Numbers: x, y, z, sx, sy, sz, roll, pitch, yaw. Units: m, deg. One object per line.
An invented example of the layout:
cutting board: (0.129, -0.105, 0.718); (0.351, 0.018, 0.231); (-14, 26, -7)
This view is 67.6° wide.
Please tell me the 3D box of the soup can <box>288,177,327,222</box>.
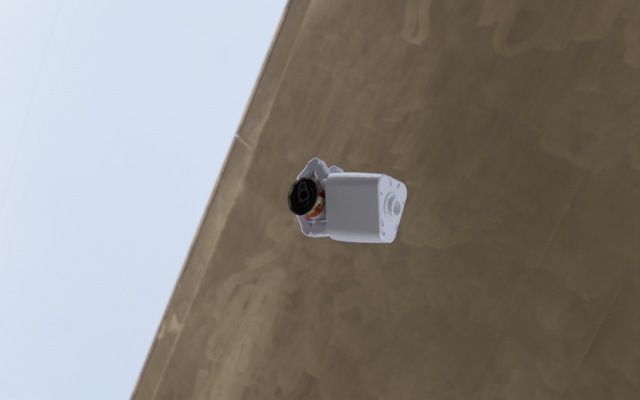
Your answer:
soup can: (0.000, 0.003, 0.854); (0.068, 0.068, 0.102); (0, -12, 39)
